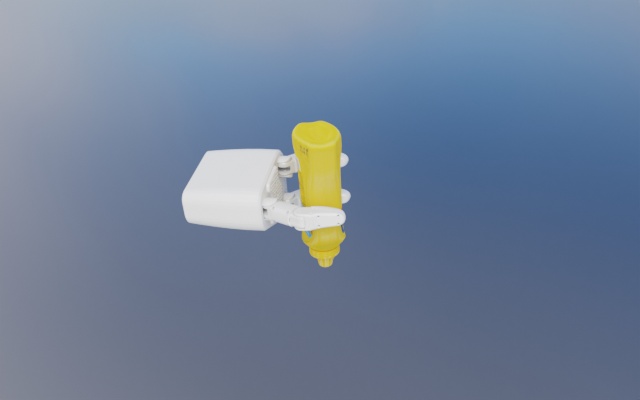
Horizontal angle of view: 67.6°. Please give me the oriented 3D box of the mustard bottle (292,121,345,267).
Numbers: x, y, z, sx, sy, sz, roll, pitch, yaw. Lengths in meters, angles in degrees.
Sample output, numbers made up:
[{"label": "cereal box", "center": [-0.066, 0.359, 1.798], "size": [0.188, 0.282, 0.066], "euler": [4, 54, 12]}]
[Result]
[{"label": "mustard bottle", "center": [0.000, 0.002, 0.614], "size": [0.058, 0.192, 0.096], "euler": [-8, 27, -9]}]
